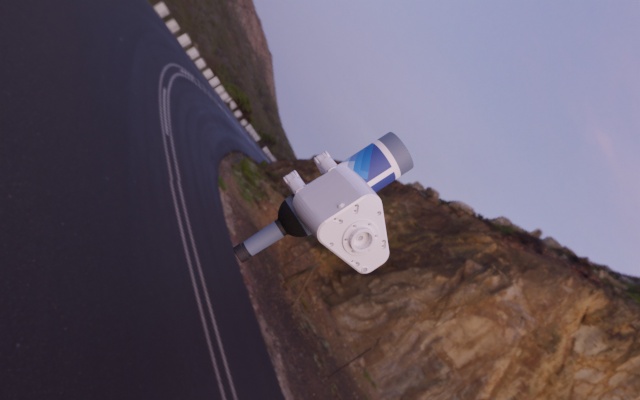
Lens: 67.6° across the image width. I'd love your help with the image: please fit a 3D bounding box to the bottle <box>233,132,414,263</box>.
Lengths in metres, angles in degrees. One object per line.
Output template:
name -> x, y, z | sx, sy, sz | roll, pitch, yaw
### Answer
bottle -> 0.000, 0.002, 0.722 | 0.295, 0.069, 0.069 | -33, 2, -4
